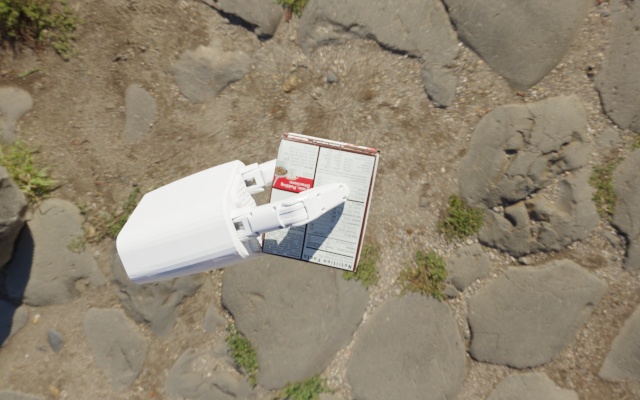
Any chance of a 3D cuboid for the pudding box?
[{"bbox_3d":[0.000,0.001,0.435,0.090,0.113,0.039,11,14,5],"label":"pudding box"}]
